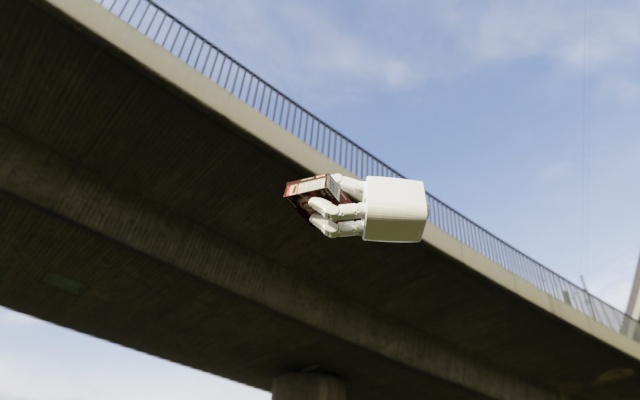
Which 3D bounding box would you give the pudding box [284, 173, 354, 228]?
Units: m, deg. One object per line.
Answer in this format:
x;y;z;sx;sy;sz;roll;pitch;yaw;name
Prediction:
0.000;0.003;0.878;0.090;0.039;0.113;-13;-42;26;pudding box
